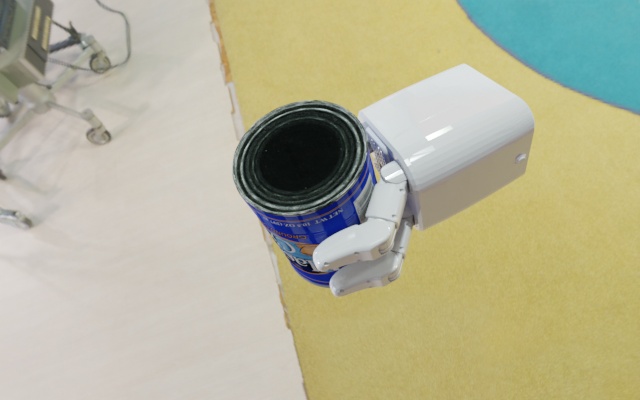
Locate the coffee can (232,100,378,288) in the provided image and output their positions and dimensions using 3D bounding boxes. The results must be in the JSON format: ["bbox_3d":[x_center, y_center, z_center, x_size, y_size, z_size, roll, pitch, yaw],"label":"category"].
[{"bbox_3d":[0.000,0.001,0.403,0.103,0.102,0.140,0,-30,16],"label":"coffee can"}]
